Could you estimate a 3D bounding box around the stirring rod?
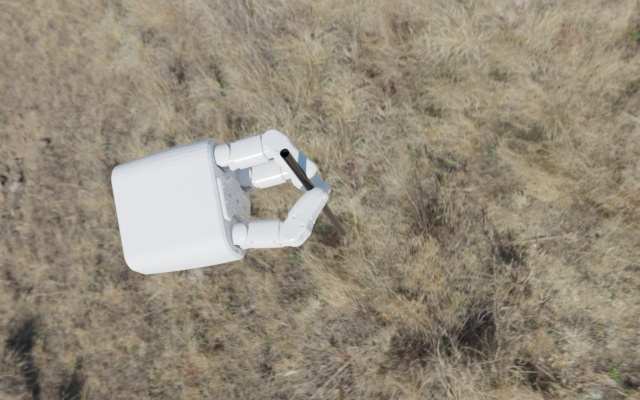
[{"bbox_3d":[0.000,0.002,0.482,0.011,0.011,0.240,0,-19,14],"label":"stirring rod"}]
